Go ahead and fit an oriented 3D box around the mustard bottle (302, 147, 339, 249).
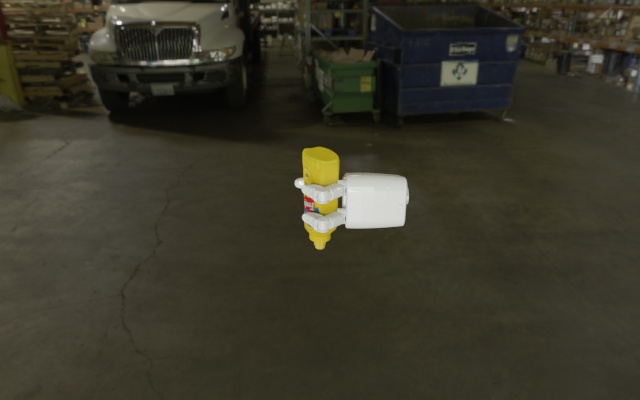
[{"bbox_3d":[0.000,0.003,0.891,0.058,0.192,0.096,-10,25,-22],"label":"mustard bottle"}]
